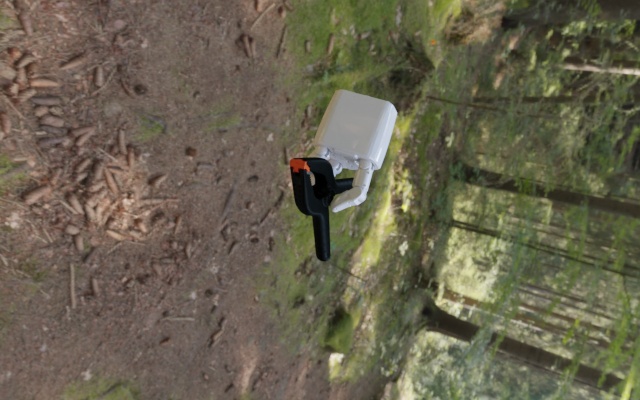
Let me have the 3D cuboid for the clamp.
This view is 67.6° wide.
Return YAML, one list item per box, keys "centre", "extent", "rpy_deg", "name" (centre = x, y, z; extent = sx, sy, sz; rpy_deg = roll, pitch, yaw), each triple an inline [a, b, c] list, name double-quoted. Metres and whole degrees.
- centre: [0.001, 0.002, 0.778]
  extent: [0.036, 0.164, 0.210]
  rpy_deg: [12, -15, 28]
  name: "clamp"
